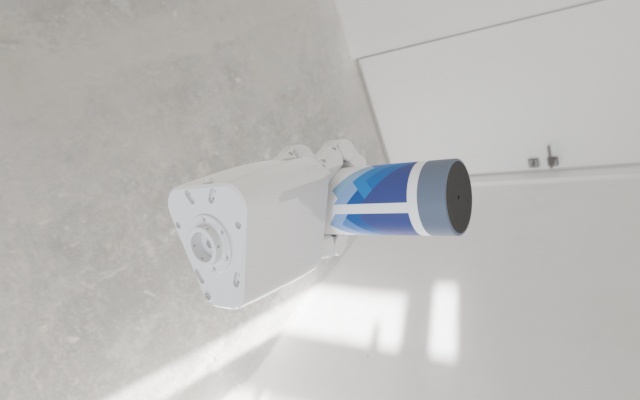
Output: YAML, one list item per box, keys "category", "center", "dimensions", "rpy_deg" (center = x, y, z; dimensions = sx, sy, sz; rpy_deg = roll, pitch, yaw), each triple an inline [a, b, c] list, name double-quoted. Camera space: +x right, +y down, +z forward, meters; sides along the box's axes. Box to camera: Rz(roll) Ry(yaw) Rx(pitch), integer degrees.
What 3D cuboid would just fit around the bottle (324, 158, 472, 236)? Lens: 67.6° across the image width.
- category: "bottle"
  center: [0.000, 0.002, 0.494]
  dimensions: [0.296, 0.069, 0.069]
  rpy_deg: [-2, -1, 36]
